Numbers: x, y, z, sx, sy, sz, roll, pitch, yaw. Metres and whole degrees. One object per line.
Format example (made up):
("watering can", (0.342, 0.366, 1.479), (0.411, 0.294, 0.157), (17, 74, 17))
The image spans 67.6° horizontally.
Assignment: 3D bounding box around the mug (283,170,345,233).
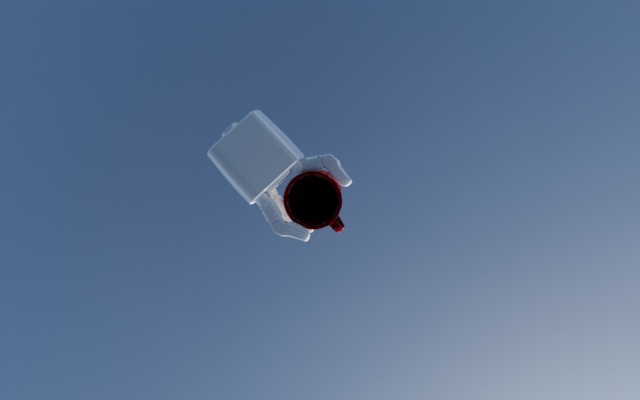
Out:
("mug", (0.001, 0.004, 0.784), (0.093, 0.117, 0.081), (-41, 3, 12))
